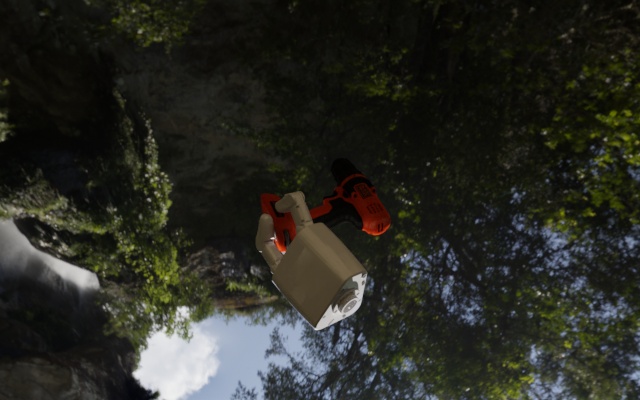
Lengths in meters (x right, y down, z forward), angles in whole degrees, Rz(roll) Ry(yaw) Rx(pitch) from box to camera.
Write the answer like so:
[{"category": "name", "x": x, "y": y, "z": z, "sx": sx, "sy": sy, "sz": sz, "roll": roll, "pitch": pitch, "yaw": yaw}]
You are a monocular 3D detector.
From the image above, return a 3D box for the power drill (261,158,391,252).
[{"category": "power drill", "x": 0.000, "y": 0.003, "z": 0.795, "sx": 0.187, "sy": 0.057, "sz": 0.184, "roll": -16, "pitch": 42, "yaw": -13}]
